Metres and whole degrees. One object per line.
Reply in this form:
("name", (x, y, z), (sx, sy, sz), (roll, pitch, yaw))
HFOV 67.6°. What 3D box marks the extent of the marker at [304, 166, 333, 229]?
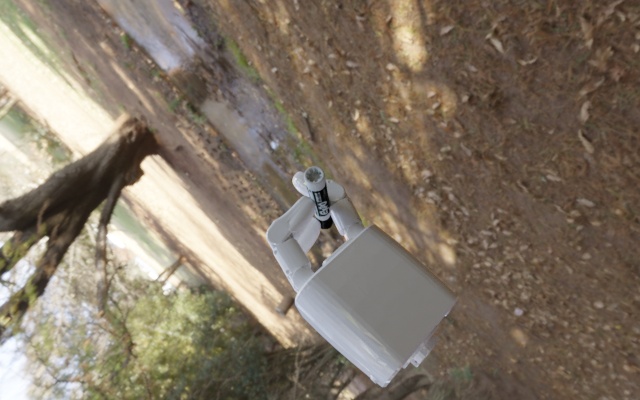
("marker", (0.000, 0.002, 0.480), (0.020, 0.020, 0.121), (0, -24, 6))
